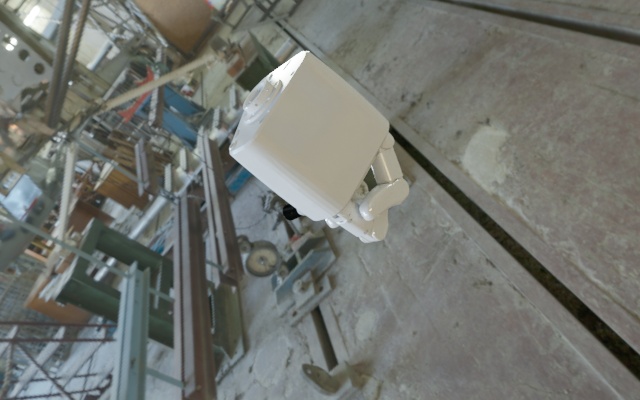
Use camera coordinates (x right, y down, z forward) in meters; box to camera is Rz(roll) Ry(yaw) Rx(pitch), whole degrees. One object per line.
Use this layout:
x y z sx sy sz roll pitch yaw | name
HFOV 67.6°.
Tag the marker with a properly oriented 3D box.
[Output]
0.000 0.002 0.488 0.020 0.020 0.121 0 -12 -40 | marker
